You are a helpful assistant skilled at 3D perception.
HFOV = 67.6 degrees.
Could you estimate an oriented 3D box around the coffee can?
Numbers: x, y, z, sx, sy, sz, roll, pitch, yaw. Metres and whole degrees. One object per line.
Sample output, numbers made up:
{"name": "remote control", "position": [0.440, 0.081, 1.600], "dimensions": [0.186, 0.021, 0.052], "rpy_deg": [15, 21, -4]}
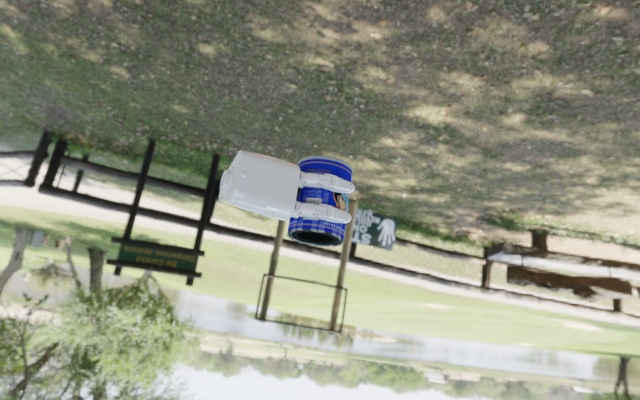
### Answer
{"name": "coffee can", "position": [0.000, 0.003, 0.864], "dimensions": [0.103, 0.140, 0.103], "rpy_deg": [7, -19, 3]}
